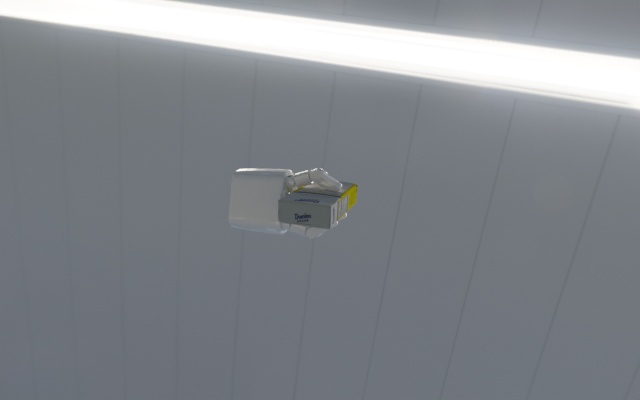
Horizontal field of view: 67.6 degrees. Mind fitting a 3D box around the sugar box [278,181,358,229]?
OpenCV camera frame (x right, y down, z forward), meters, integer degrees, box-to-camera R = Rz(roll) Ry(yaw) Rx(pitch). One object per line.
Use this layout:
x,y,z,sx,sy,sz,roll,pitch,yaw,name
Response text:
0.000,0.003,0.847,0.093,0.048,0.176,7,18,18,sugar box
